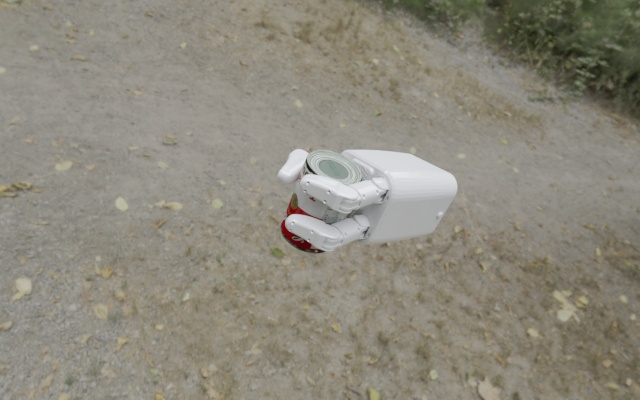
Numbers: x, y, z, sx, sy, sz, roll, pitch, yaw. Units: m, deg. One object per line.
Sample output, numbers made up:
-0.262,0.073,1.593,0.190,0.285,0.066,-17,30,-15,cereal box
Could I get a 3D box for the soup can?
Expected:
0.000,0.002,0.550,0.068,0.102,0.068,15,35,-11,soup can
